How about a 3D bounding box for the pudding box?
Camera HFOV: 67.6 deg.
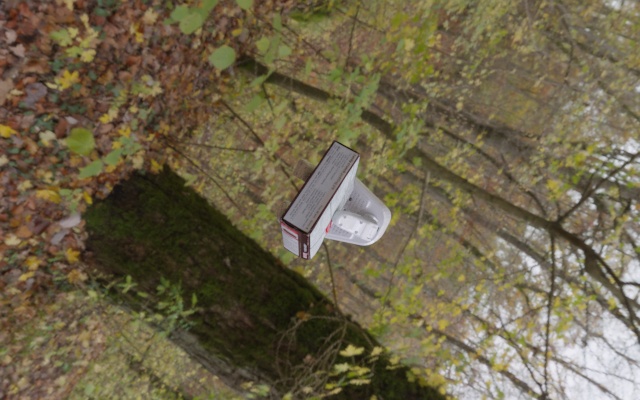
[{"bbox_3d":[0.000,0.002,0.533,0.039,0.113,0.090,27,-22,11],"label":"pudding box"}]
